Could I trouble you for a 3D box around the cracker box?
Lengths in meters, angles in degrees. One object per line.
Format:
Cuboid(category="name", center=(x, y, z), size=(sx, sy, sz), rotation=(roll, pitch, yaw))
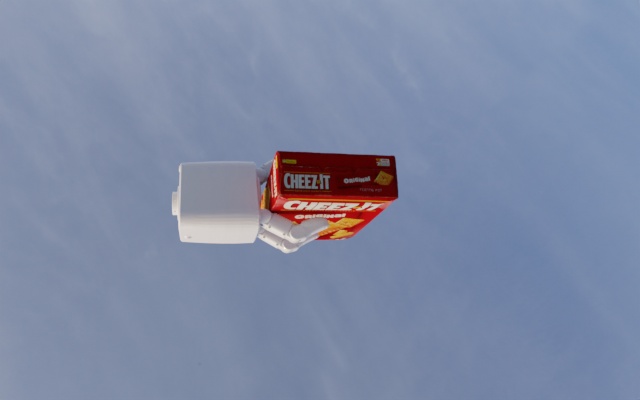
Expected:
Cuboid(category="cracker box", center=(0.000, 0.002, 0.712), size=(0.164, 0.072, 0.214), rotation=(0, -18, -14))
